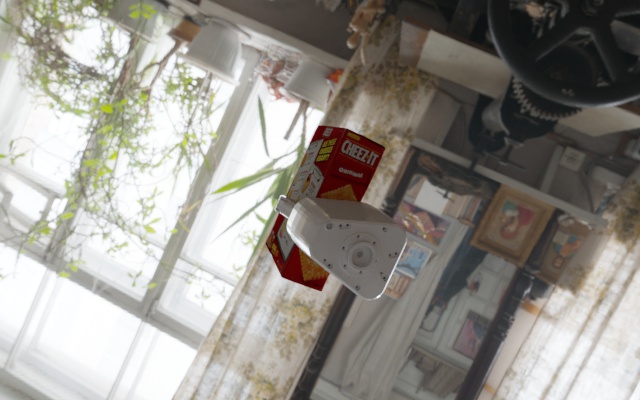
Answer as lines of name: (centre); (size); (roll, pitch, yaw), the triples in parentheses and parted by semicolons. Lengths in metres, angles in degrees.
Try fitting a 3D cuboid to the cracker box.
cracker box: (0.000, 0.002, 0.701); (0.072, 0.214, 0.164); (23, 4, -17)
